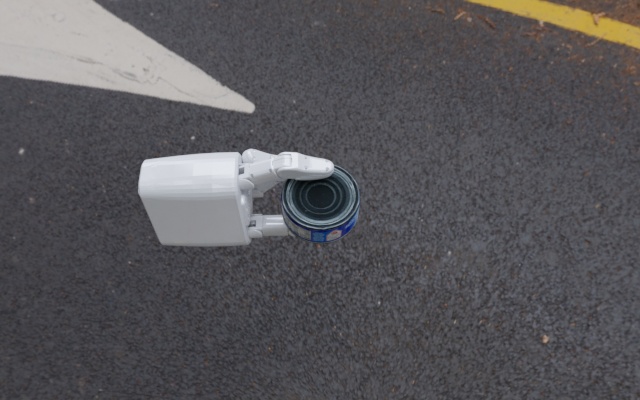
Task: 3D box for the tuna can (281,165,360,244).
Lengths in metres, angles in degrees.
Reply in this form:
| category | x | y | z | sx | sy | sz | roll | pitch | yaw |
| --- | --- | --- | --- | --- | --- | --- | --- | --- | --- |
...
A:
| category | x | y | z | sx | sy | sz | roll | pitch | yaw |
| --- | --- | --- | --- | --- | --- | --- | --- | --- | --- |
| tuna can | 0.000 | 0.001 | 0.518 | 0.086 | 0.086 | 0.034 | 0 | -30 | -1 |
